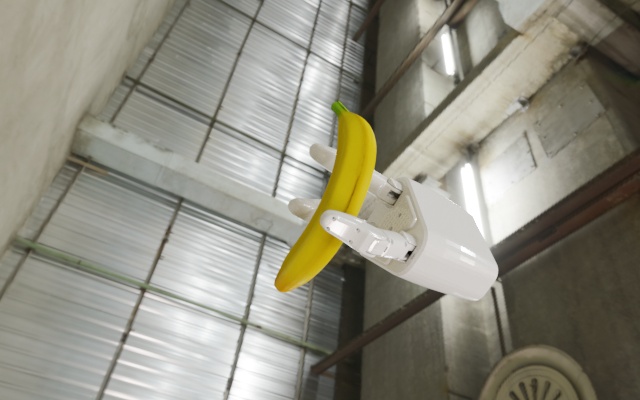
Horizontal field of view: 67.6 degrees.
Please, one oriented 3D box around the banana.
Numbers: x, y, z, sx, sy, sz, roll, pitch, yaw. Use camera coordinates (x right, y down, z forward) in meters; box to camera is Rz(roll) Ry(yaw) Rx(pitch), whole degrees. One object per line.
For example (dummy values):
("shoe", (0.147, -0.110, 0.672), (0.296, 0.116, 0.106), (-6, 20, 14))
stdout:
("banana", (0.011, 0.000, 0.453), (0.037, 0.198, 0.069), (23, -7, -32))
